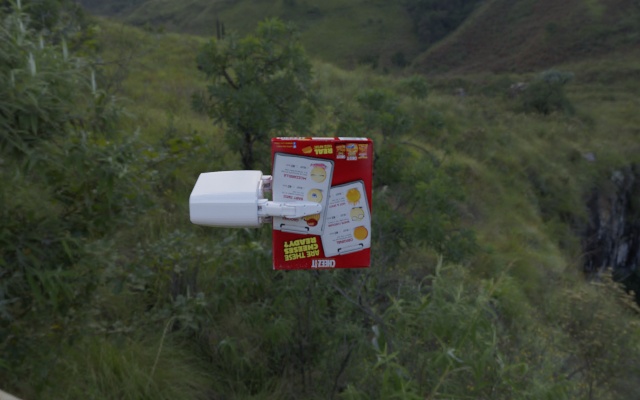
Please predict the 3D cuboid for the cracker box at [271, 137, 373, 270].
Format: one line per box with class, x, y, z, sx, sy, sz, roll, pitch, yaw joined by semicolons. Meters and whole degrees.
cracker box;0.000;0.002;0.799;0.164;0.214;0.072;-1;11;-4
